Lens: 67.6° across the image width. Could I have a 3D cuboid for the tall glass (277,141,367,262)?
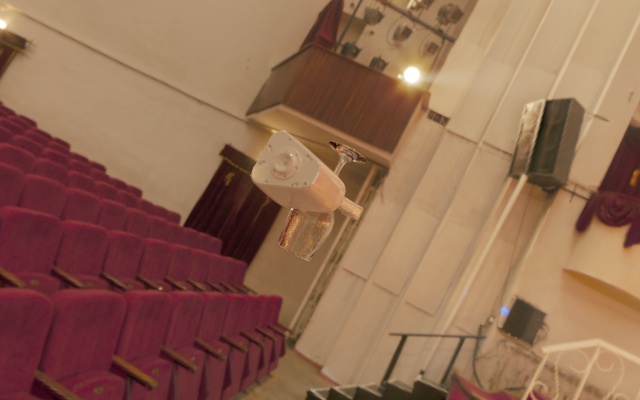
[{"bbox_3d":[0.001,0.002,0.816,0.079,0.201,0.079,28,-6,3],"label":"tall glass"}]
